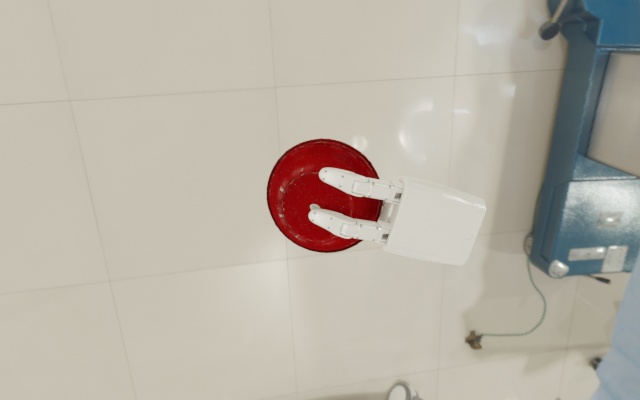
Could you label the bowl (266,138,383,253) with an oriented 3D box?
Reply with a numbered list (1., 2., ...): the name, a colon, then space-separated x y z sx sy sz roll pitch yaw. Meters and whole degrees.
1. bowl: -0.001 0.002 0.629 0.162 0.162 0.055 0 15 10
